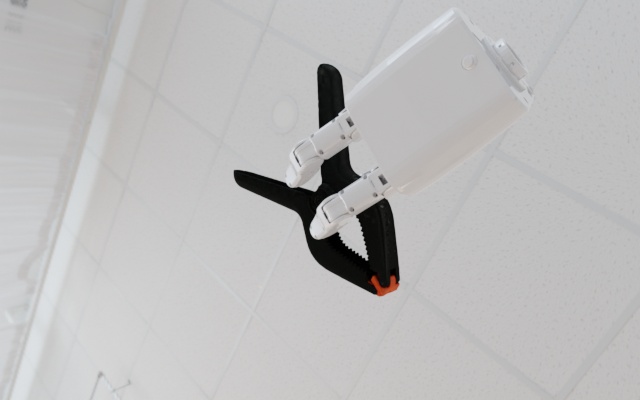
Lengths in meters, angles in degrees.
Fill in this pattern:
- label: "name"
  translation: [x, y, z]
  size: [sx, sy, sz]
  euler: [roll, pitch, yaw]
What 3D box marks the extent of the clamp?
- label: "clamp"
  translation: [0.001, 0.002, 0.455]
  size: [0.165, 0.210, 0.036]
  euler: [-38, -19, 33]
